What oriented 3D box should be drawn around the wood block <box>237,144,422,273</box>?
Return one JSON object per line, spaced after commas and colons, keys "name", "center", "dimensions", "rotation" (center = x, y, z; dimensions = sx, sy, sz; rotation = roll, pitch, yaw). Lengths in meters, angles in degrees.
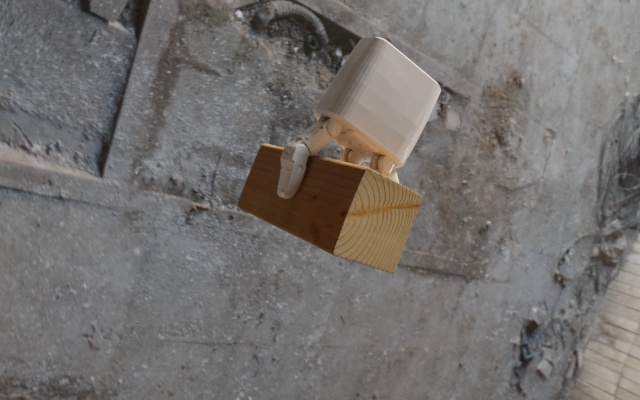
{"name": "wood block", "center": [0.000, 0.001, 0.550], "dimensions": [0.091, 0.090, 0.206], "rotation": [23, -2, -37]}
